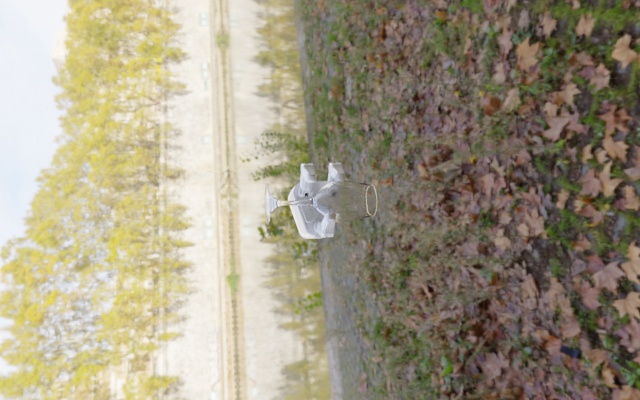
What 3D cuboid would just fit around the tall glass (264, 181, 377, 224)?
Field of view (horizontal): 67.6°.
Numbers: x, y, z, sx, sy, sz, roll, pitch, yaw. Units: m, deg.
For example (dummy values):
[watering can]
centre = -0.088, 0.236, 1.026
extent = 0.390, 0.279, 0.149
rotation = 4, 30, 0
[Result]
[tall glass]
centre = -0.001, 0.003, 0.882
extent = 0.201, 0.079, 0.079
rotation = -2, 0, -12
